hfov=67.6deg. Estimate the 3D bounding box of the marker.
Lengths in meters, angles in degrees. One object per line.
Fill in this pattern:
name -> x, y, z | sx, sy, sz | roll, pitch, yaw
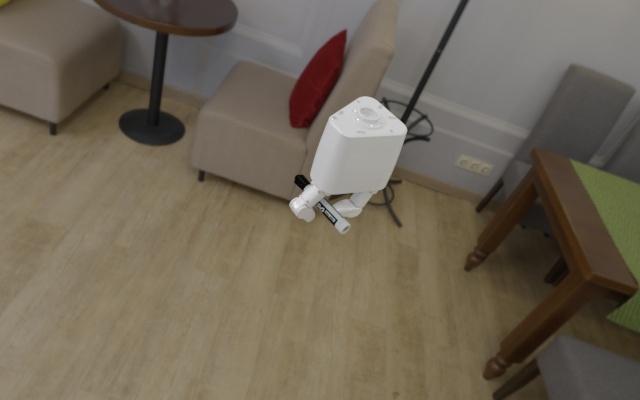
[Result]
marker -> 0.000, 0.002, 0.710 | 0.121, 0.020, 0.020 | 47, 26, 27
